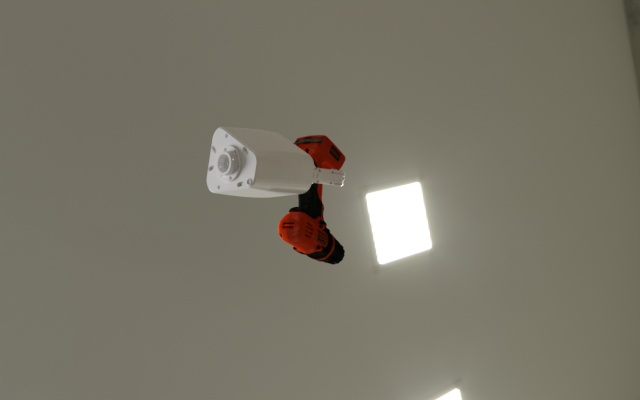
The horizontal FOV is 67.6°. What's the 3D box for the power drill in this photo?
[{"bbox_3d":[0.000,0.002,0.779,0.057,0.187,0.184,-3,-21,23],"label":"power drill"}]
